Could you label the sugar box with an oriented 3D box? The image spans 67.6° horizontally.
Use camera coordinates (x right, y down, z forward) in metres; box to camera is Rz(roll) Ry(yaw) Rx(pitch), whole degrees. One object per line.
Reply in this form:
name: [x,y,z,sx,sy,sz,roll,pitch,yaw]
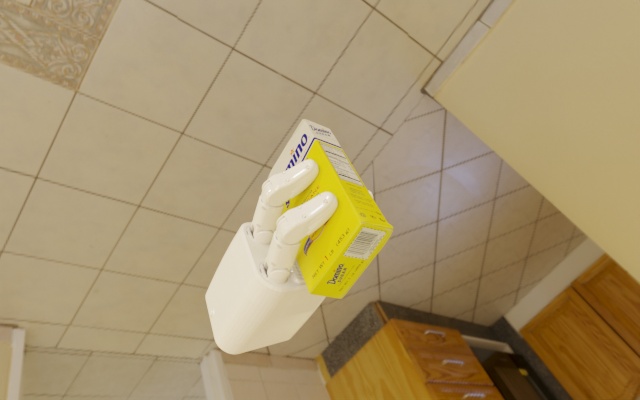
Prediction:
sugar box: [0.000,0.002,0.487,0.048,0.093,0.176,15,31,-36]
